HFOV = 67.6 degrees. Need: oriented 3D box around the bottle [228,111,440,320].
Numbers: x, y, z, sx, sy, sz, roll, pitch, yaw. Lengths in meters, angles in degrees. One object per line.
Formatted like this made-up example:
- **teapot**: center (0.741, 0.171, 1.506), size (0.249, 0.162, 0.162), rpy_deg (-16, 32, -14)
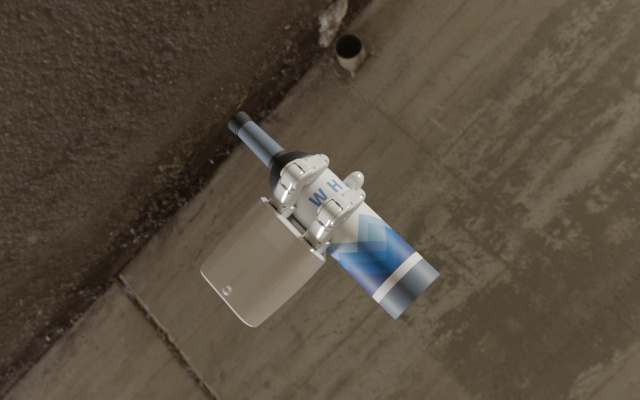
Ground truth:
- **bottle**: center (0.000, 0.002, 0.536), size (0.295, 0.069, 0.069), rpy_deg (44, 15, 16)
